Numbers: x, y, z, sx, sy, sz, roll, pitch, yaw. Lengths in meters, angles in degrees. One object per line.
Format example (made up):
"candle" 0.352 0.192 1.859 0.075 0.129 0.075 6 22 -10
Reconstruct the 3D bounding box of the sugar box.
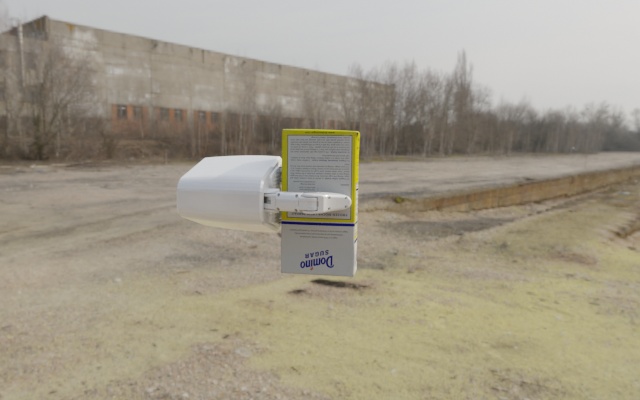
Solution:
"sugar box" 0.000 0.002 0.589 0.093 0.176 0.048 2 7 9
